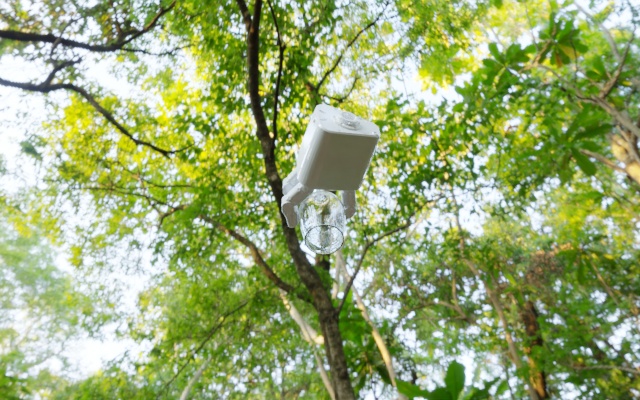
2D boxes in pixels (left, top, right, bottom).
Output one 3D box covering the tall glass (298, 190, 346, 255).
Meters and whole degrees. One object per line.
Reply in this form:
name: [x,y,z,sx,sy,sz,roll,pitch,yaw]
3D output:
tall glass: [0.000,0.002,0.817,0.079,0.079,0.201,0,37,-4]
